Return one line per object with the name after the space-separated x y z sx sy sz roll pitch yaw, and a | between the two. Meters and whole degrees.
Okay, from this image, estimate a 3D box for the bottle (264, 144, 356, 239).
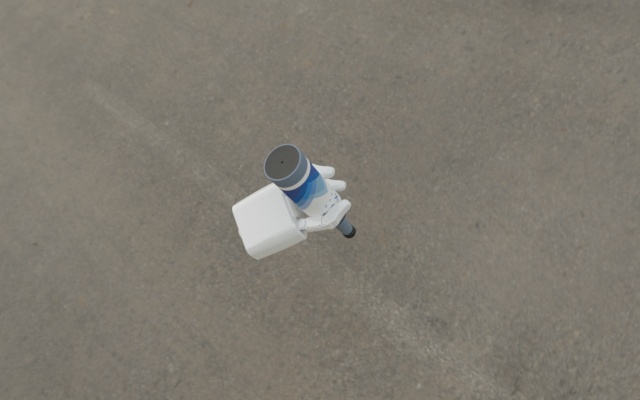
0.000 0.003 0.862 0.069 0.069 0.296 0 -25 27 | bottle
